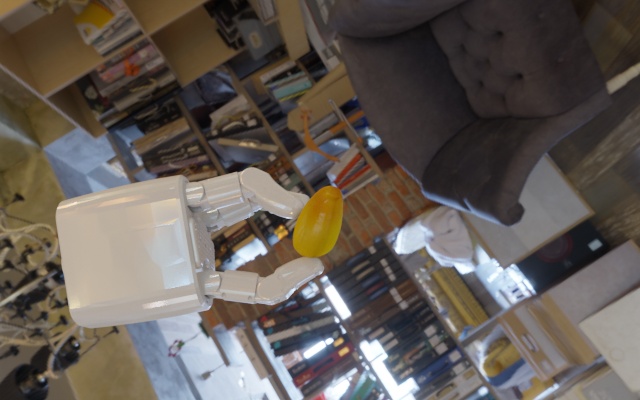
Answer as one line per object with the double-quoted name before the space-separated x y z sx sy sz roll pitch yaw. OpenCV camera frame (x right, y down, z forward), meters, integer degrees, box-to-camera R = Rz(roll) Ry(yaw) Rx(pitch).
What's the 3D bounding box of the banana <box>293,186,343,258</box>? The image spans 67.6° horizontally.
"banana" -0.004 0.020 0.429 0.037 0.069 0.198 12 2 -1
